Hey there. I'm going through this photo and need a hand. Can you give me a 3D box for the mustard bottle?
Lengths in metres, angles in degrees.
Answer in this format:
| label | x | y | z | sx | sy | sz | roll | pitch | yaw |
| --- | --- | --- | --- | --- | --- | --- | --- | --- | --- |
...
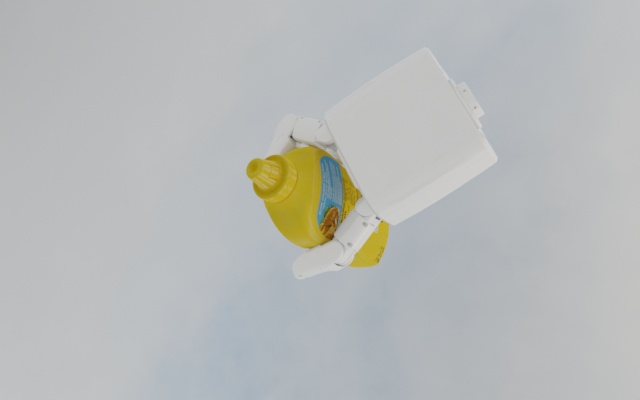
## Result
| label | x | y | z | sx | sy | sz | roll | pitch | yaw |
| --- | --- | --- | --- | --- | --- | --- | --- | --- | --- |
| mustard bottle | 0.000 | 0.002 | 0.462 | 0.058 | 0.096 | 0.192 | -8 | -22 | 34 |
